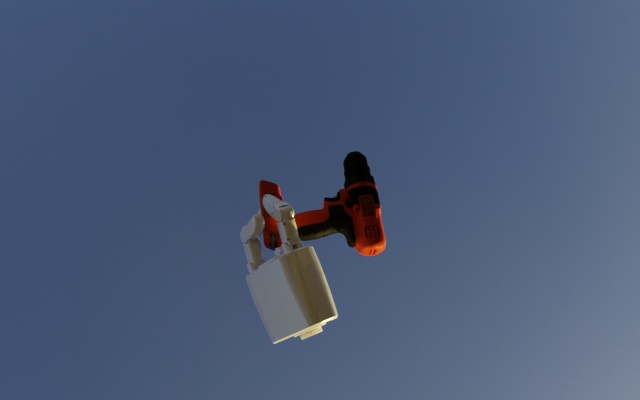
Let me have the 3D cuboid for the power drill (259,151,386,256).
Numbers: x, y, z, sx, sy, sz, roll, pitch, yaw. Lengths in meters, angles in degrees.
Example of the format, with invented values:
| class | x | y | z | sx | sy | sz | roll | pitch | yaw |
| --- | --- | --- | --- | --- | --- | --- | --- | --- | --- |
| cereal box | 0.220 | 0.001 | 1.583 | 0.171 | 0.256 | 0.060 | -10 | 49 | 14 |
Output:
| class | x | y | z | sx | sy | sz | roll | pitch | yaw |
| --- | --- | --- | --- | --- | --- | --- | --- | --- | --- |
| power drill | 0.000 | 0.003 | 0.744 | 0.187 | 0.184 | 0.057 | -4 | -33 | -7 |
